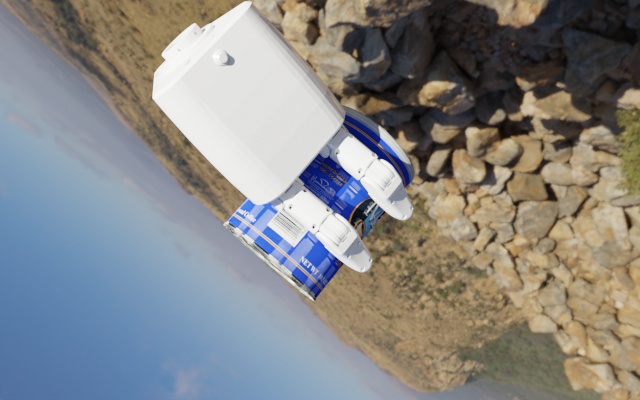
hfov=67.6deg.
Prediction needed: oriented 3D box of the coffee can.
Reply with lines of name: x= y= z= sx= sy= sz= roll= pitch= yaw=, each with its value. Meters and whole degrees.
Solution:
coffee can: x=0.000 y=0.001 z=0.422 sx=0.103 sy=0.140 sz=0.103 roll=38 pitch=-11 yaw=9
